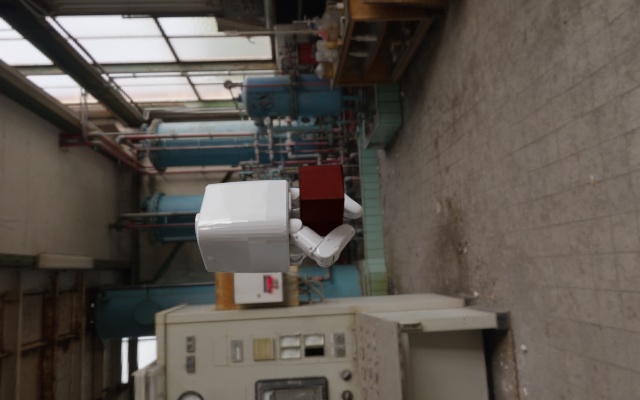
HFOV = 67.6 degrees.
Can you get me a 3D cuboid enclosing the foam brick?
[{"bbox_3d":[0.000,0.002,0.570,0.051,0.053,0.078,-1,-38,-3],"label":"foam brick"}]
